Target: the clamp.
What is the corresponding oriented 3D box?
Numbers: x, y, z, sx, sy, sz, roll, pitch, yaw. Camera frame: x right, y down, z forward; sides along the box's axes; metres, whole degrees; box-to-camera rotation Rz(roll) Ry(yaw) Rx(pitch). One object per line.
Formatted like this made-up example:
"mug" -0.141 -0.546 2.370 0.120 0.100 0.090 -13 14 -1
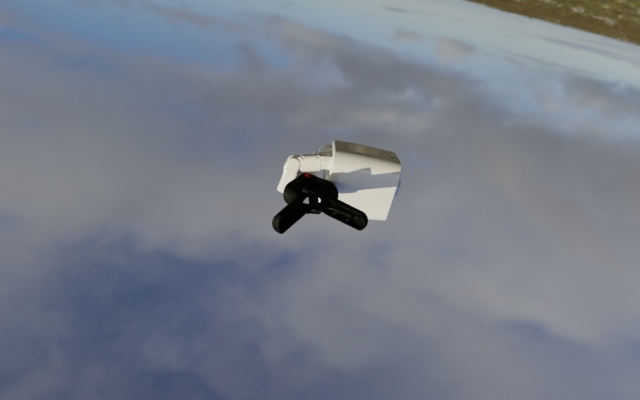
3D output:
"clamp" 0.000 0.003 0.660 0.120 0.039 0.171 7 25 -3
